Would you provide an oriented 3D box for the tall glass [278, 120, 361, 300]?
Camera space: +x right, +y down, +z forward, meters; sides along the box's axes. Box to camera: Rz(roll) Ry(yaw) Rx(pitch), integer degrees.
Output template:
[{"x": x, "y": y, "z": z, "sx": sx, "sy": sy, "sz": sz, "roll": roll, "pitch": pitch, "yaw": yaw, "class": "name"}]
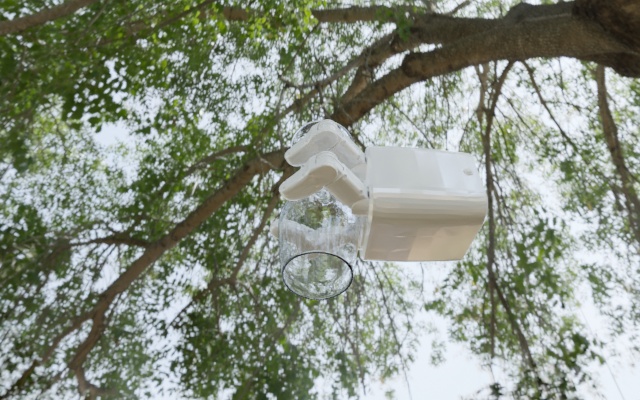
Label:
[{"x": 0.000, "y": 0.001, "z": 0.482, "sx": 0.079, "sy": 0.079, "sz": 0.200, "roll": 0, "pitch": 40, "yaw": 2, "class": "tall glass"}]
